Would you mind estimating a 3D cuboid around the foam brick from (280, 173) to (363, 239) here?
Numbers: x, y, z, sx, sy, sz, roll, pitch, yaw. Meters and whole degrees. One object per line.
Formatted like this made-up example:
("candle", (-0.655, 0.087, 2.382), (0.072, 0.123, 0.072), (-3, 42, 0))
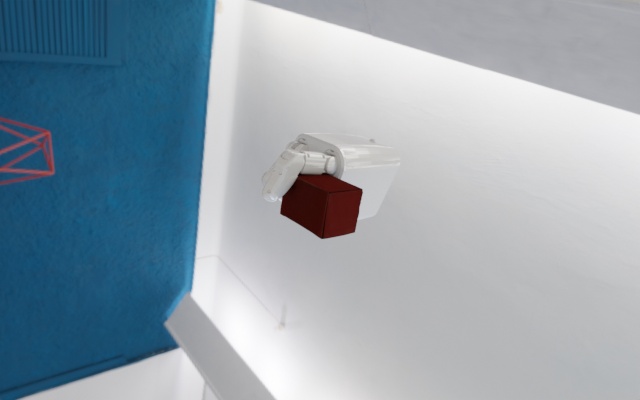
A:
("foam brick", (0.000, 0.002, 0.526), (0.051, 0.053, 0.078), (-5, 23, -40))
